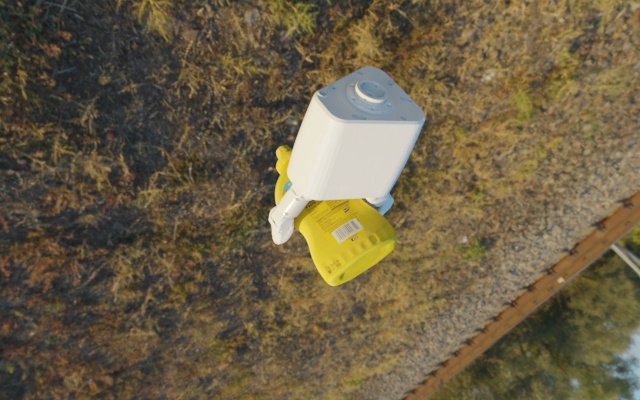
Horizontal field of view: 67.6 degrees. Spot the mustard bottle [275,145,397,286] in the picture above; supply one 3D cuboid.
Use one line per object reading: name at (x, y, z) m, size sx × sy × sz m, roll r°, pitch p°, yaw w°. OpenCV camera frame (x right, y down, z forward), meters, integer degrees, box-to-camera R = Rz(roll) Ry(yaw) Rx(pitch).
mustard bottle at (0.000, 0.002, 0.579) m, size 0.096 × 0.191 × 0.058 m, roll -31°, pitch -27°, yaw -10°
